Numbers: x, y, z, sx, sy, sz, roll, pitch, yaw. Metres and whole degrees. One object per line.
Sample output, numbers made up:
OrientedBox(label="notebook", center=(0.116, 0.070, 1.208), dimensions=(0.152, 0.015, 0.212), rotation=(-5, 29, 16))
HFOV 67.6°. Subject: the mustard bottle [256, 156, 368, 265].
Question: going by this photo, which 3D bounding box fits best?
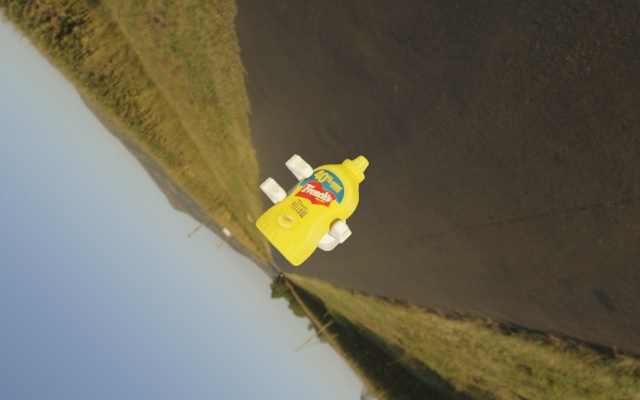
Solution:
OrientedBox(label="mustard bottle", center=(0.000, 0.002, 0.726), dimensions=(0.096, 0.191, 0.058), rotation=(41, -10, 36))
